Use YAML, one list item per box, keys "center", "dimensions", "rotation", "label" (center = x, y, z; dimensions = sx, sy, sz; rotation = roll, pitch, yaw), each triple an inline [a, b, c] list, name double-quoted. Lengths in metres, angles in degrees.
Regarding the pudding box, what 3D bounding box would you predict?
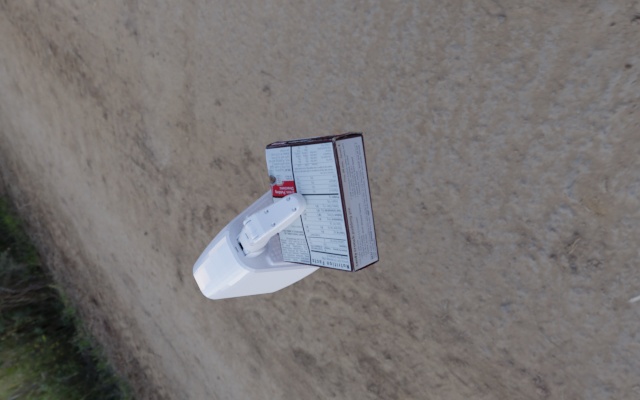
- center: [0.000, 0.001, 0.413]
  dimensions: [0.090, 0.113, 0.039]
  rotation: [1, 15, 45]
  label: "pudding box"
